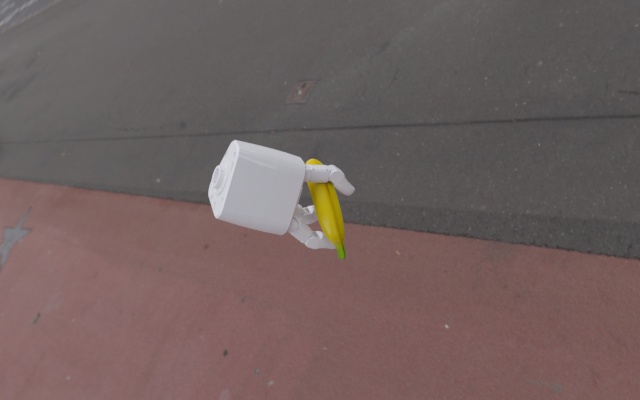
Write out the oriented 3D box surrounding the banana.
[{"bbox_3d":[0.002,-0.006,0.746,0.037,0.197,0.070,-8,-37,-11],"label":"banana"}]
